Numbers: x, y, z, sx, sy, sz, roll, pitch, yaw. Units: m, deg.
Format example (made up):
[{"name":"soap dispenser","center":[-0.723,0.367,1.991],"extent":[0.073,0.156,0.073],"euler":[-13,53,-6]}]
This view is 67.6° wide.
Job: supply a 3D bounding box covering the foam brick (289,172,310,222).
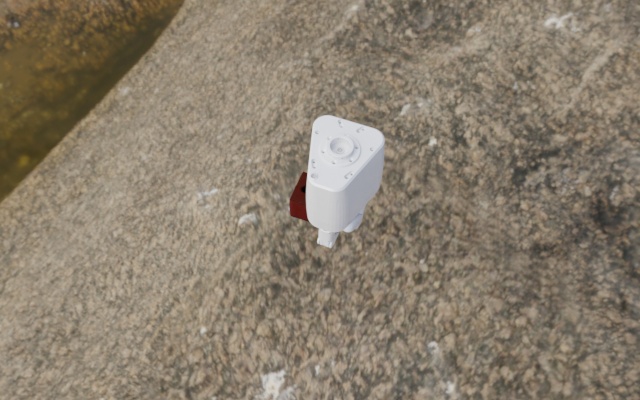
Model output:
[{"name":"foam brick","center":[0.000,0.002,0.689],"extent":[0.078,0.053,0.051],"euler":[18,-27,11]}]
